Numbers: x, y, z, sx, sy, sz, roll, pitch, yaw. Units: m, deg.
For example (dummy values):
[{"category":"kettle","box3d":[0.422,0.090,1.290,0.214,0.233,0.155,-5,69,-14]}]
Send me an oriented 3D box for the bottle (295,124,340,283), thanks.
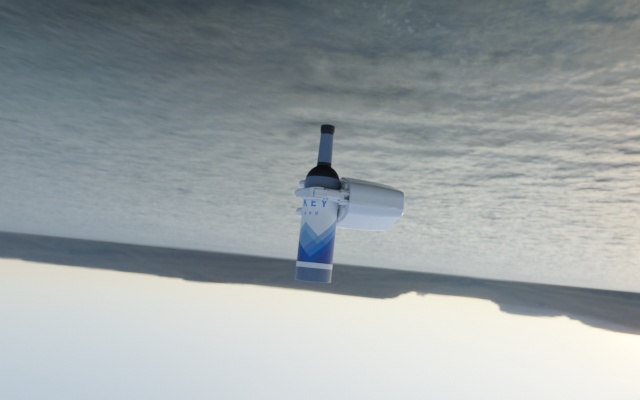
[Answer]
[{"category":"bottle","box3d":[0.000,0.003,0.896,0.069,0.295,0.069,6,-8,1]}]
